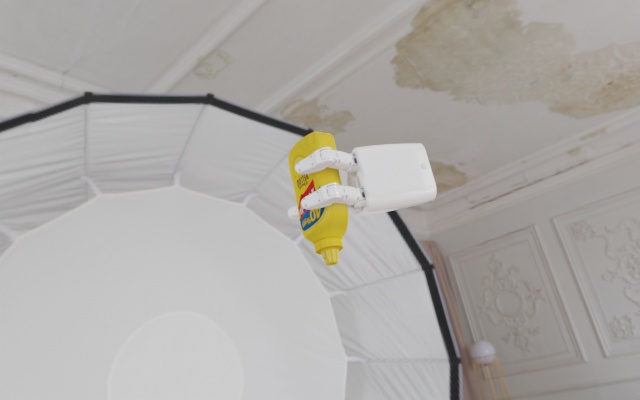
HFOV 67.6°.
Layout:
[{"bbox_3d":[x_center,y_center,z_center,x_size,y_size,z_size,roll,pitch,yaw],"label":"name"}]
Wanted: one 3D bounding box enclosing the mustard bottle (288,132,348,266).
[{"bbox_3d":[0.000,0.002,0.707,0.058,0.191,0.096,3,-26,-33],"label":"mustard bottle"}]
